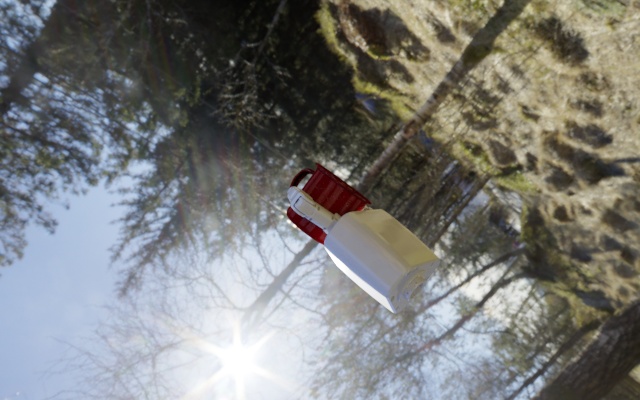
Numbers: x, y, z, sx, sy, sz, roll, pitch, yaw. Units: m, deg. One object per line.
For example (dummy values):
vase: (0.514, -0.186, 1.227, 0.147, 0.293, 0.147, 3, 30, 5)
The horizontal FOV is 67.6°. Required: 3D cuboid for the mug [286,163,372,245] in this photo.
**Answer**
mug: (-0.001, 0.001, 0.650, 0.117, 0.081, 0.093, 40, 7, 30)
